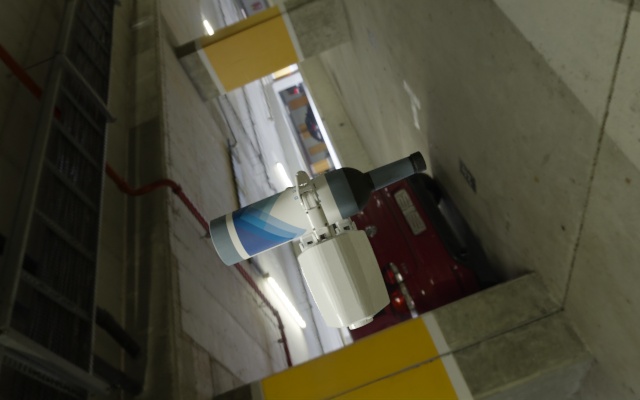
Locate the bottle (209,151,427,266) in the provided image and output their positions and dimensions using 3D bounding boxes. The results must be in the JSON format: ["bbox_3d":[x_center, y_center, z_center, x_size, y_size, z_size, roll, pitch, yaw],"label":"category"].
[{"bbox_3d":[0.000,0.002,0.642,0.296,0.069,0.069,-22,-1,2],"label":"bottle"}]
